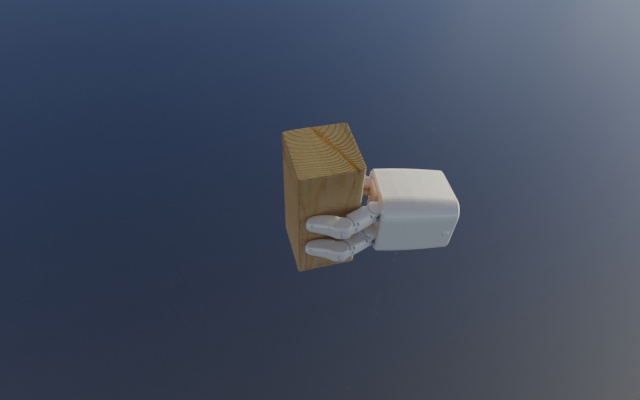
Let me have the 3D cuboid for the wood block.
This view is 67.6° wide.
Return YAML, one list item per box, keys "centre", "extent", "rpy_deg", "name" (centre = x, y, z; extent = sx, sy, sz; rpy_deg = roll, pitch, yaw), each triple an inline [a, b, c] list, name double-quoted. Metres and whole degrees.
- centre: [0.000, 0.002, 0.675]
  extent: [0.090, 0.090, 0.206]
  rpy_deg: [-10, -39, -11]
  name: "wood block"
